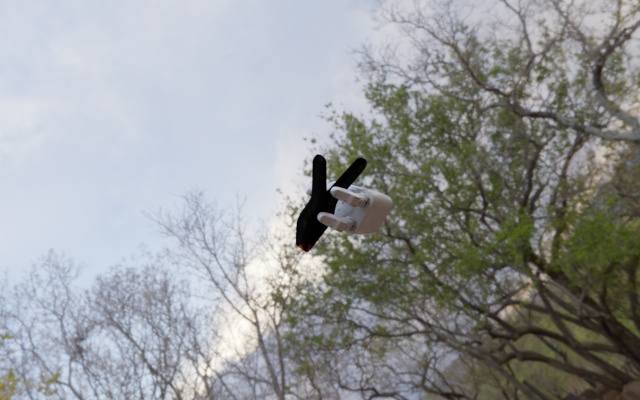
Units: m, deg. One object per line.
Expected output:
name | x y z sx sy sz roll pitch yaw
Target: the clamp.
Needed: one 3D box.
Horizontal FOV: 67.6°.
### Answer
clamp | -0.001 0.003 0.897 0.036 0.210 0.164 35 13 29
